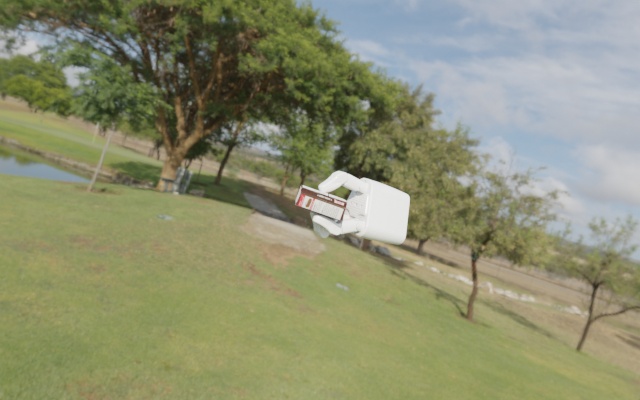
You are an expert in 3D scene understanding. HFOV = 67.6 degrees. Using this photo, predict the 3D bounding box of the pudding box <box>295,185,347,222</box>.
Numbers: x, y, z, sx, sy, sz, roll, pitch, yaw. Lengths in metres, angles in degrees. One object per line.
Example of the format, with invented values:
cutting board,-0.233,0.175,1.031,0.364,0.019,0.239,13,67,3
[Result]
pudding box,0.000,0.003,0.888,0.090,0.039,0.113,18,2,-3
